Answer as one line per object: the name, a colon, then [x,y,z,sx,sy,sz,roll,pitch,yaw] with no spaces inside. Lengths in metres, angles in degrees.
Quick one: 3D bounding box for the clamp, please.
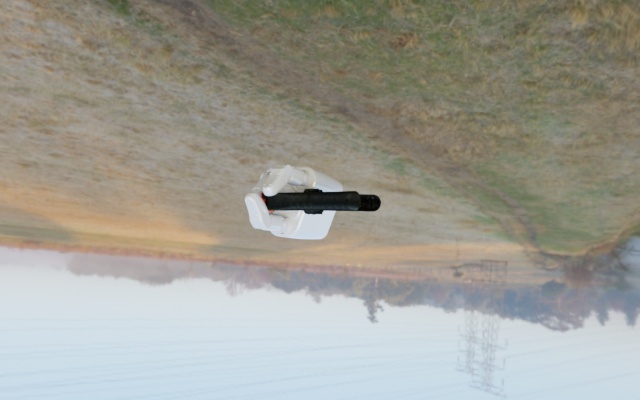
clamp: [0.000,0.003,0.677,0.171,0.039,0.120,2,-7,29]
